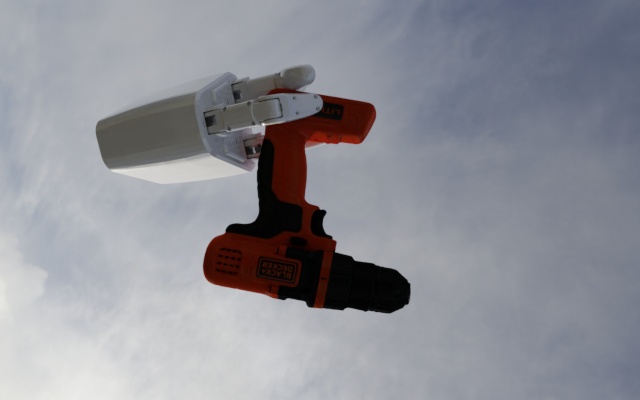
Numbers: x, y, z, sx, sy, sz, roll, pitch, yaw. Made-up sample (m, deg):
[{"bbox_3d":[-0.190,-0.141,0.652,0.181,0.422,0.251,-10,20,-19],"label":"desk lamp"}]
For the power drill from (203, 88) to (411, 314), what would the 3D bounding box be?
[{"bbox_3d":[0.000,0.001,0.433,0.184,0.187,0.057,10,-11,-1],"label":"power drill"}]
